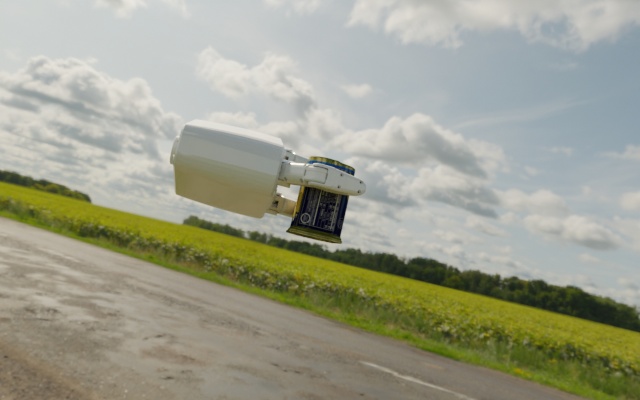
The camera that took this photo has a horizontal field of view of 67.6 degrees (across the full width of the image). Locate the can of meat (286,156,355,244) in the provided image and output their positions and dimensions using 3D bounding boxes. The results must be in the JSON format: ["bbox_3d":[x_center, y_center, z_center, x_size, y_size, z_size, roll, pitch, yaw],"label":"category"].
[{"bbox_3d":[0.000,0.001,0.537,0.057,0.084,0.102,14,-6,-6],"label":"can of meat"}]
